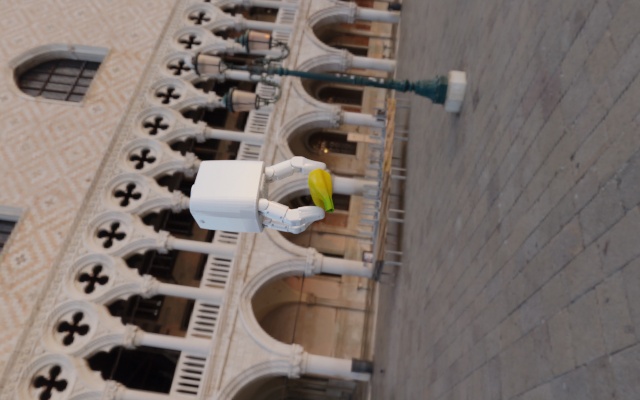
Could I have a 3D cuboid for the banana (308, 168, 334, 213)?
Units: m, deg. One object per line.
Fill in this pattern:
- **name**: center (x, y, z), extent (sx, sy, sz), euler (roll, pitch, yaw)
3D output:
- **banana**: center (-0.001, -0.016, 0.777), extent (0.037, 0.069, 0.198), euler (-3, 0, -1)
